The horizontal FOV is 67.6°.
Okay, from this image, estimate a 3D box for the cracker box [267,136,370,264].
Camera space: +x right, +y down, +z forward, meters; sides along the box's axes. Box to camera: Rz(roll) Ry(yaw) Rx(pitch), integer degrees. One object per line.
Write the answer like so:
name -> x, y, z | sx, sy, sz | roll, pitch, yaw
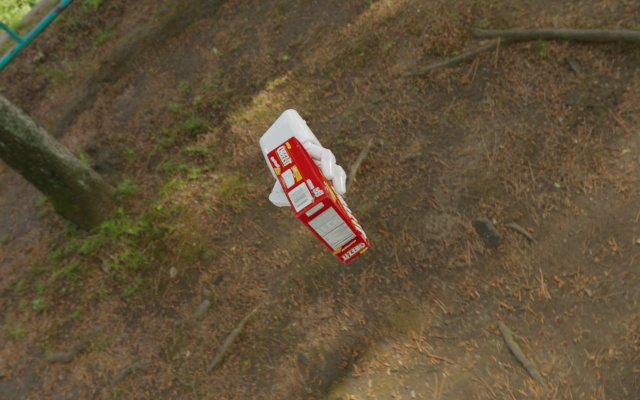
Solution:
cracker box -> 0.000, 0.003, 0.899 | 0.072, 0.164, 0.214 | -34, -38, 6
